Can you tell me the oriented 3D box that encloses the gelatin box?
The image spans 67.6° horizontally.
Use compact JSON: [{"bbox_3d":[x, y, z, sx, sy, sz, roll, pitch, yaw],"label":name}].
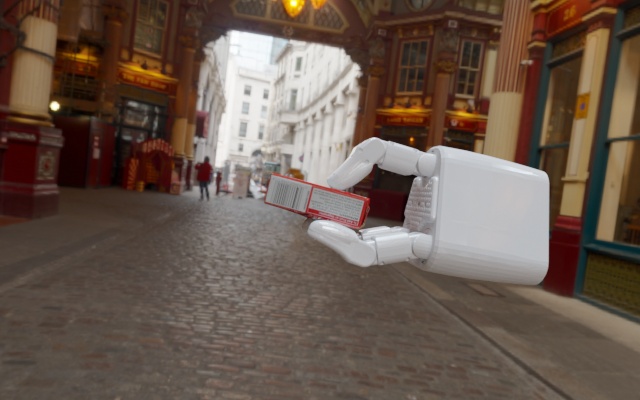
[{"bbox_3d":[0.000,0.001,0.438,0.089,0.030,0.073,15,2,6],"label":"gelatin box"}]
